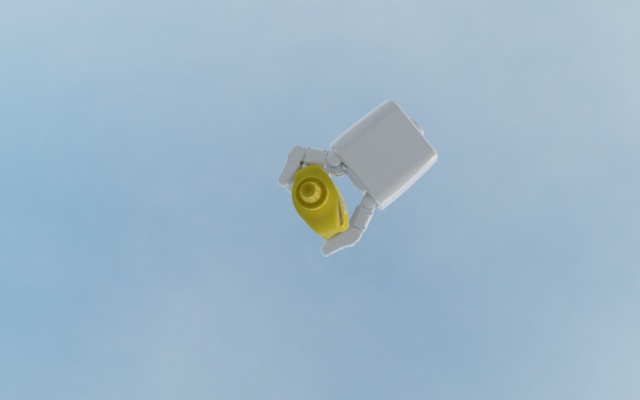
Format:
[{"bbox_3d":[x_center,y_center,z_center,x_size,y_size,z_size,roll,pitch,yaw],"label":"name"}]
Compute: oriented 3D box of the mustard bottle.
[{"bbox_3d":[0.000,0.002,0.653,0.058,0.096,0.192,-17,-11,5],"label":"mustard bottle"}]
